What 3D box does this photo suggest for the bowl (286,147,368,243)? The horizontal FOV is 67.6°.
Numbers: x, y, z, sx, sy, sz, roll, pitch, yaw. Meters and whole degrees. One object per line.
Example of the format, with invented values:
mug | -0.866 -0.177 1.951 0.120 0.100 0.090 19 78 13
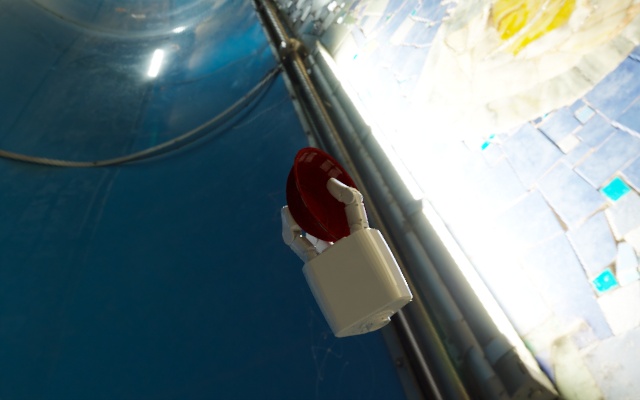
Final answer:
bowl | 0.000 0.001 0.713 0.055 0.162 0.162 -32 -18 30
